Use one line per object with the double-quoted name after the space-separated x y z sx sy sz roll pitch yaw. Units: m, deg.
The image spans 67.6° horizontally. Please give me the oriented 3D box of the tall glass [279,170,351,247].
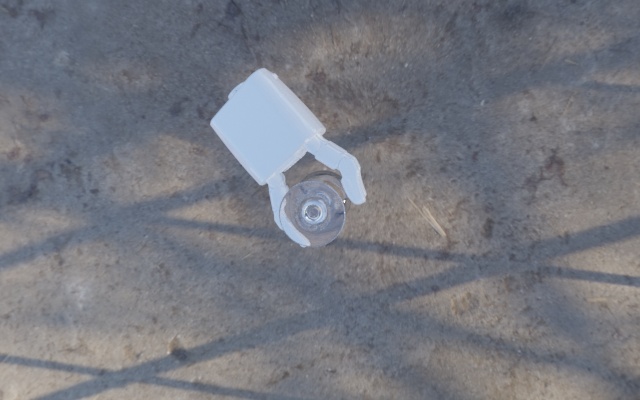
0.000 0.002 0.626 0.079 0.079 0.201 0 7 6 "tall glass"
